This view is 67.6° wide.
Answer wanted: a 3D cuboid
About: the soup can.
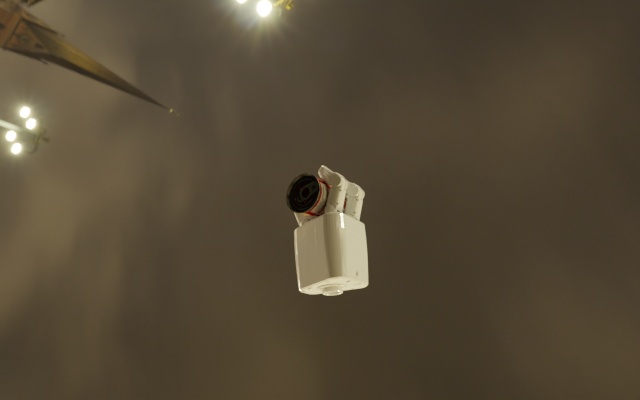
[{"bbox_3d":[0.000,0.002,0.806,0.068,0.068,0.102,0,-17,37],"label":"soup can"}]
